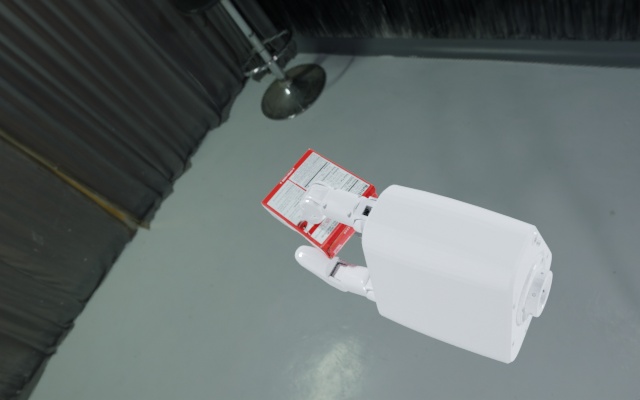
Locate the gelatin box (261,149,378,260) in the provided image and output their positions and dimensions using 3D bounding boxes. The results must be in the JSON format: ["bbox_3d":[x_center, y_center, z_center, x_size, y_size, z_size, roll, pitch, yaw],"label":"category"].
[{"bbox_3d":[0.000,0.001,0.448,0.089,0.073,0.030,34,-12,35],"label":"gelatin box"}]
